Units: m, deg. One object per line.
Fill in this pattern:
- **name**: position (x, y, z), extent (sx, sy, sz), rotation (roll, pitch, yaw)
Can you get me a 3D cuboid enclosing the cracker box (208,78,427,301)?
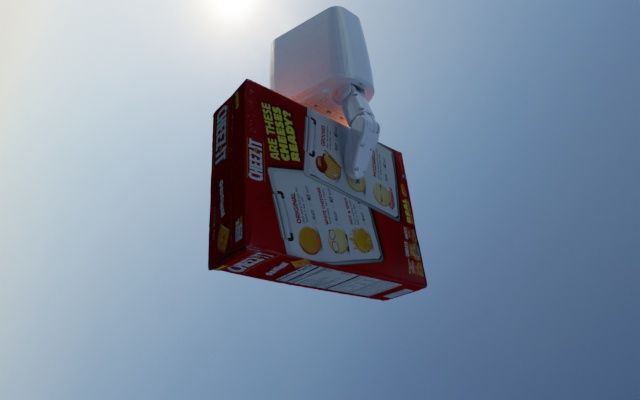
- **cracker box**: position (0.000, 0.002, 0.469), extent (0.214, 0.164, 0.072), rotation (18, -35, -37)
